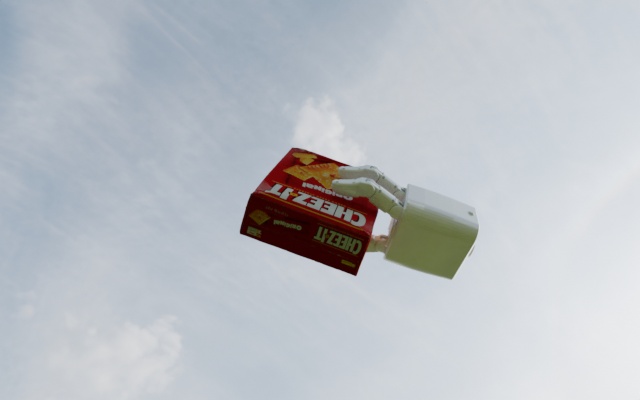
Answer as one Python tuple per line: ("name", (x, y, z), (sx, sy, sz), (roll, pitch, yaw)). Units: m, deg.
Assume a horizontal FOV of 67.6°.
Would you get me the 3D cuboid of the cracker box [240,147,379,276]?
("cracker box", (0.000, 0.002, 0.695), (0.164, 0.072, 0.213), (19, 25, 4))
